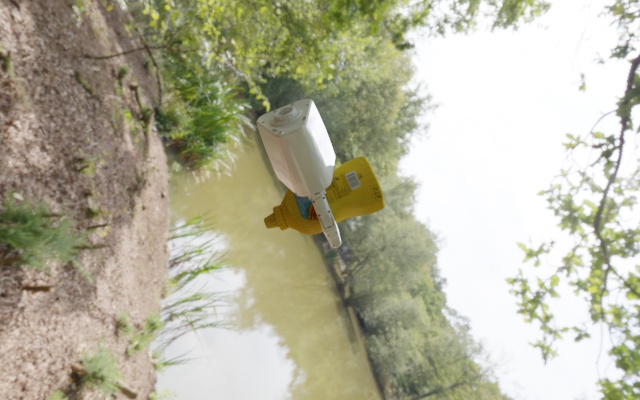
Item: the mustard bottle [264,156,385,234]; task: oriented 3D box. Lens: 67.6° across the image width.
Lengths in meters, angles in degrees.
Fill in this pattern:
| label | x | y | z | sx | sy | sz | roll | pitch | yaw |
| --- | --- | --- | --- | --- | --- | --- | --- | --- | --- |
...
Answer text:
| label | x | y | z | sx | sy | sz | roll | pitch | yaw |
| --- | --- | --- | --- | --- | --- | --- | --- | --- | --- |
| mustard bottle | 0.000 | 0.003 | 0.769 | 0.191 | 0.096 | 0.058 | -21 | -33 | 1 |
